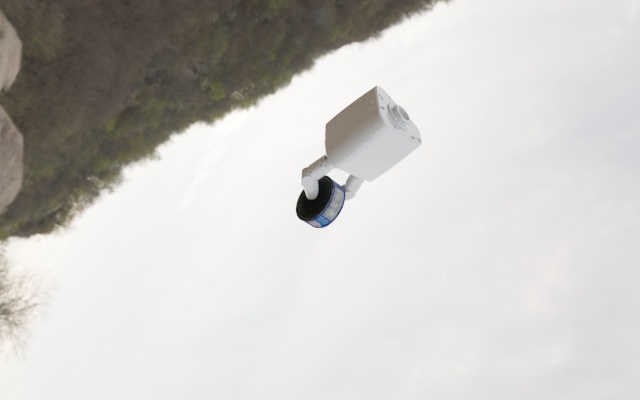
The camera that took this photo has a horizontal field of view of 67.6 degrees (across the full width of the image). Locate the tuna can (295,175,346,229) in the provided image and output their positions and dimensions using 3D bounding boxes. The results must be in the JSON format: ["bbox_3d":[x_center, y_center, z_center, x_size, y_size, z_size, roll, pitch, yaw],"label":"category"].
[{"bbox_3d":[0.000,0.003,0.791,0.034,0.086,0.086,34,-21,-34],"label":"tuna can"}]
